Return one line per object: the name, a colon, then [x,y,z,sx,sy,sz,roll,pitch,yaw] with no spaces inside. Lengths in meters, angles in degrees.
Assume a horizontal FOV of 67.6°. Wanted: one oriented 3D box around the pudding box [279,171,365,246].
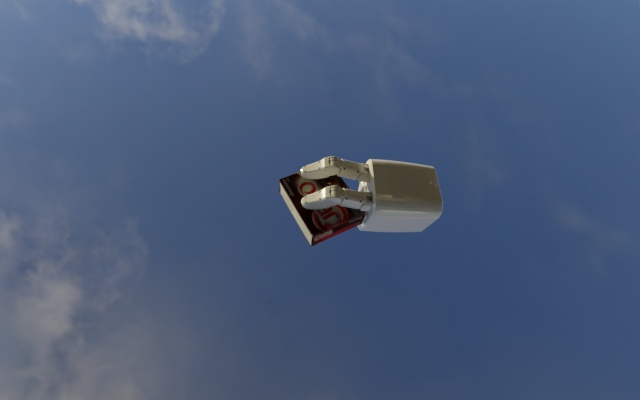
pudding box: [0.000,0.002,0.723,0.090,0.113,0.039,-23,-30,-20]
